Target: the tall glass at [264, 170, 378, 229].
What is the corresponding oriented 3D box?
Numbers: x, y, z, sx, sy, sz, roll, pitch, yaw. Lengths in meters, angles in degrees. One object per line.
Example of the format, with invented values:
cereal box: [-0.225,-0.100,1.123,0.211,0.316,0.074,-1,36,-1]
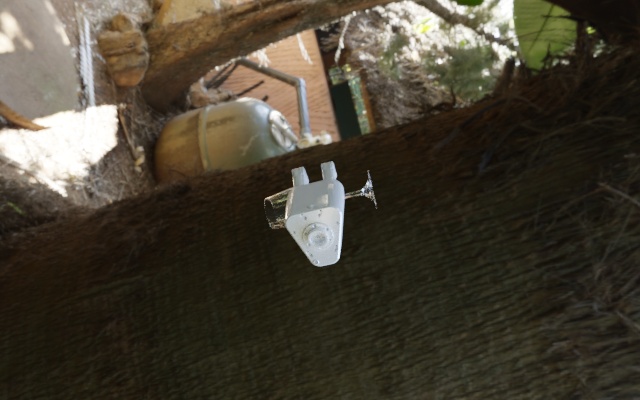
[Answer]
tall glass: [0.001,0.003,0.887,0.201,0.079,0.079,-13,-2,8]
